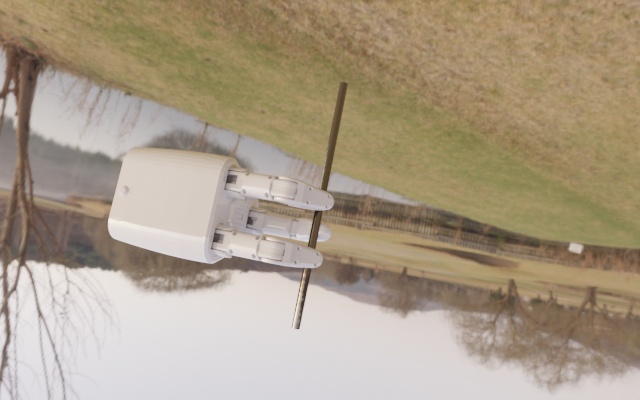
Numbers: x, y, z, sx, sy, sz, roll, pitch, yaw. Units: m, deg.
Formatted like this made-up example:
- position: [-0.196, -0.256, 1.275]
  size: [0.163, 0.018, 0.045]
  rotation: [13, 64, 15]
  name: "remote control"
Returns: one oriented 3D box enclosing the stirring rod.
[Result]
- position: [0.000, 0.001, 0.457]
  size: [0.011, 0.239, 0.011]
  rotation: [11, -7, 1]
  name: "stirring rod"
